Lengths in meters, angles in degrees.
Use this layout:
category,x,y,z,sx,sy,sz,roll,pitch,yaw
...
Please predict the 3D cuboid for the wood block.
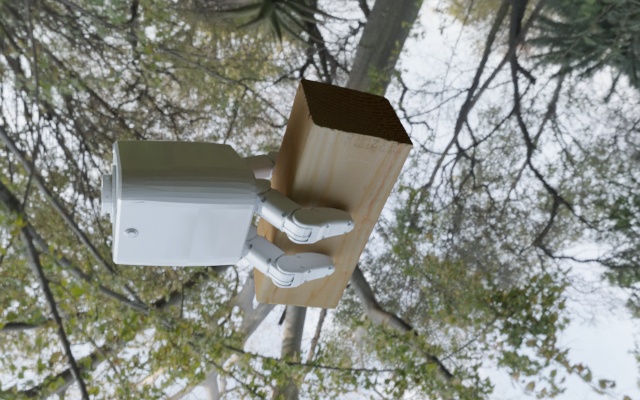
category,x,y,z,sx,sy,sz,roll,pitch,yaw
wood block,0.000,0.001,0.467,0.090,0.206,0.090,8,36,-17
